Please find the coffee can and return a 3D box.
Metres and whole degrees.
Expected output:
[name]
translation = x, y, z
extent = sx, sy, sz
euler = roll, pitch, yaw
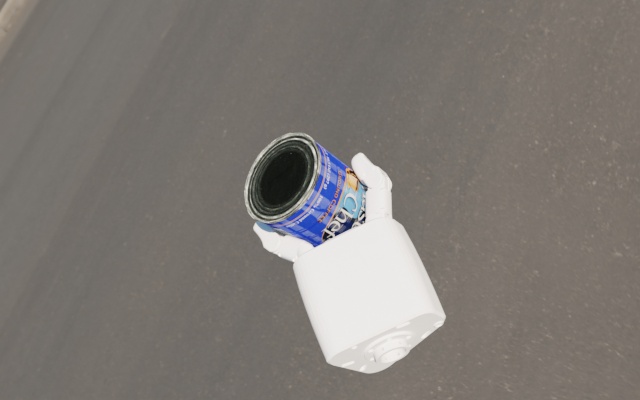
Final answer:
[coffee can]
translation = 0.000, 0.002, 0.537
extent = 0.103, 0.102, 0.140
euler = 0, -22, 40
